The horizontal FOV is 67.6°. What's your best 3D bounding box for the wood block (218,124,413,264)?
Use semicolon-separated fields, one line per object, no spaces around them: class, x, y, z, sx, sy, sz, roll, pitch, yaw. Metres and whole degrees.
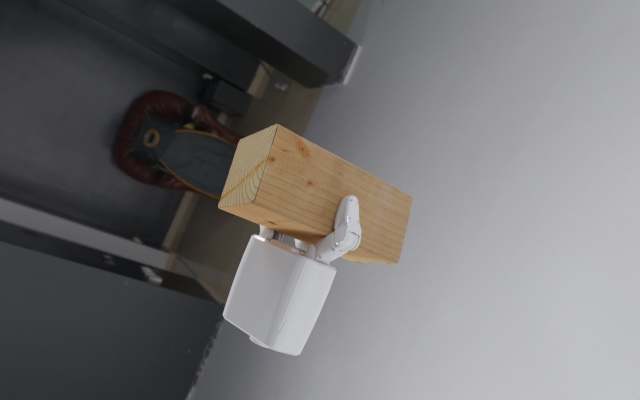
wood block;0.000;0.002;0.566;0.206;0.090;0.091;25;-18;-31
